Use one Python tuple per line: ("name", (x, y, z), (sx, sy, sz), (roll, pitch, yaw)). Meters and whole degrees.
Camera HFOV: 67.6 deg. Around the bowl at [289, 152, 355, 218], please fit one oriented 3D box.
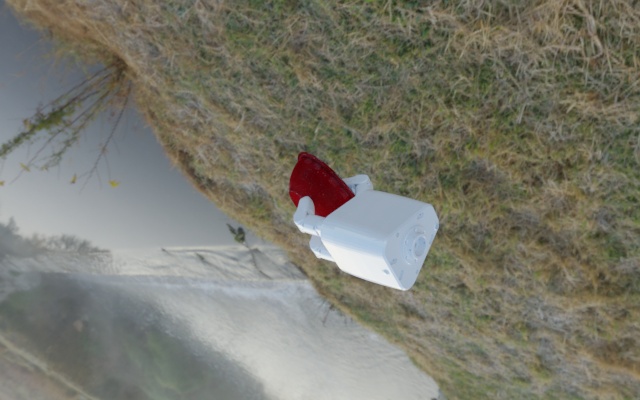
("bowl", (-0.001, 0.003, 0.756), (0.055, 0.162, 0.162), (-41, 11, -14))
